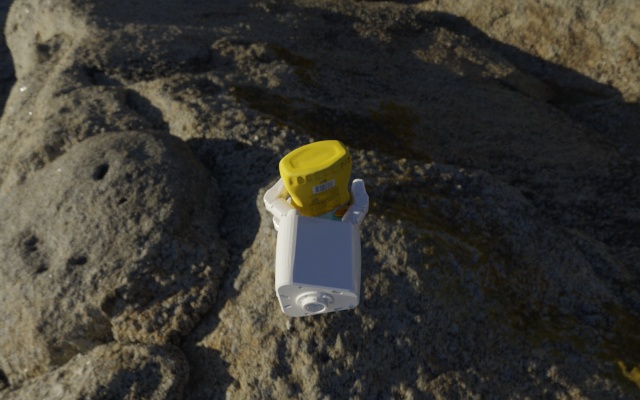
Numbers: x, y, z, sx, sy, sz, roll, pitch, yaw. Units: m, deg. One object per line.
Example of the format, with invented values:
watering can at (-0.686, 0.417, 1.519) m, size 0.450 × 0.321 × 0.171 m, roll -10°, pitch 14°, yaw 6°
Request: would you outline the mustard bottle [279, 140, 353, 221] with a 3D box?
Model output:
mustard bottle at (0.000, 0.002, 0.708) m, size 0.096 × 0.058 × 0.192 m, roll -21°, pitch -39°, yaw -11°
